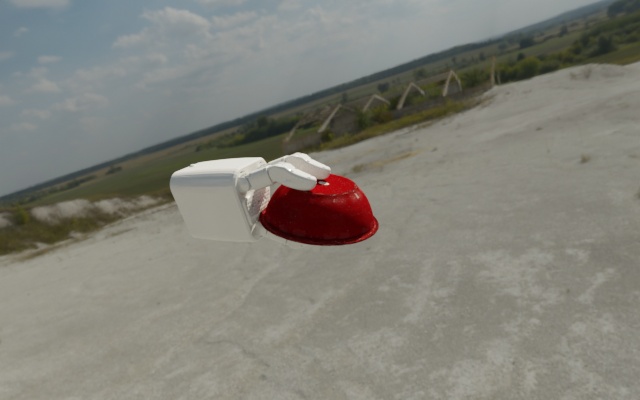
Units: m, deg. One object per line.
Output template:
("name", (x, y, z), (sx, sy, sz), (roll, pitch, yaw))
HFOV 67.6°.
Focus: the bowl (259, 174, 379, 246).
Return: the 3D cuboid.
("bowl", (0.001, 0.002, 0.635), (0.162, 0.055, 0.162), (4, 20, -2))
